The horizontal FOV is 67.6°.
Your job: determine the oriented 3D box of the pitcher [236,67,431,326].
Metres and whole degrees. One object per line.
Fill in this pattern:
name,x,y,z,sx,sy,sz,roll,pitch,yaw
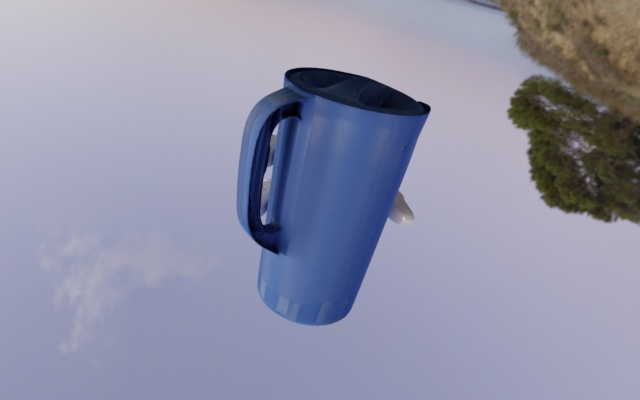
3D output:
pitcher,0.000,0.001,0.467,0.149,0.243,0.145,14,25,0
